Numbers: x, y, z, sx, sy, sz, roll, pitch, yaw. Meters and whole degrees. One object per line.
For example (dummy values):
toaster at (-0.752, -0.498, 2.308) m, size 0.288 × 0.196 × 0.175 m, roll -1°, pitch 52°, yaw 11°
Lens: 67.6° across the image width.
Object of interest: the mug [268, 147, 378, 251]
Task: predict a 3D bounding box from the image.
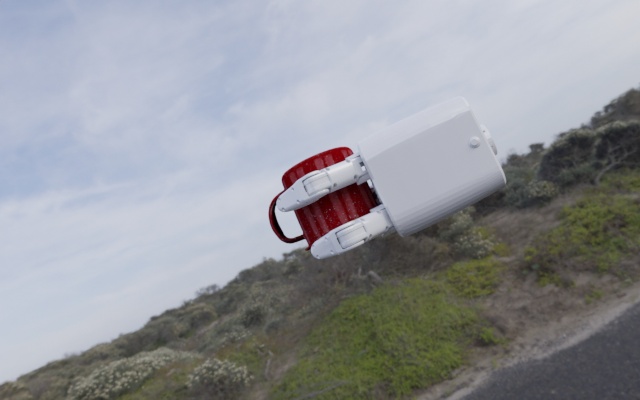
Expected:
mug at (-0.001, 0.002, 0.497) m, size 0.117 × 0.081 × 0.093 m, roll -25°, pitch -6°, yaw 11°
